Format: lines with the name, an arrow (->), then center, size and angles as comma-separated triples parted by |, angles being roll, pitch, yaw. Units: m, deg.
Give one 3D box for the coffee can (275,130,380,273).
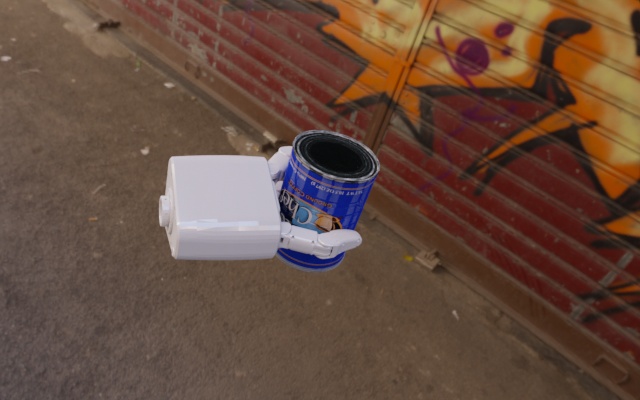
coffee can -> 0.000, 0.002, 0.575 | 0.103, 0.140, 0.102 | 12, 35, -9
